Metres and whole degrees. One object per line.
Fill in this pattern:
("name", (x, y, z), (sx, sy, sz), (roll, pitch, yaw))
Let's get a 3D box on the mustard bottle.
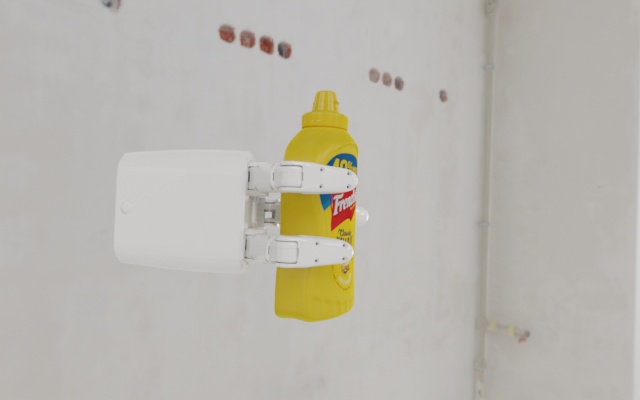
("mustard bottle", (0.000, 0.002, 0.415), (0.058, 0.191, 0.096), (2, -1, 27))
